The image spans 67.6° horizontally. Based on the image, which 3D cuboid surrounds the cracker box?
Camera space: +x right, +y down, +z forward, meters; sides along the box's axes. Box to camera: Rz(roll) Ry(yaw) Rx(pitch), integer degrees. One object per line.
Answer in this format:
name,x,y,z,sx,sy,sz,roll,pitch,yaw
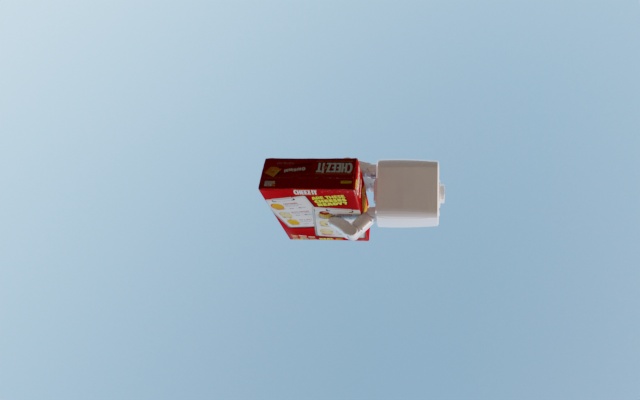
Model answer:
cracker box,0.000,0.003,0.871,0.164,0.072,0.214,1,-28,13
